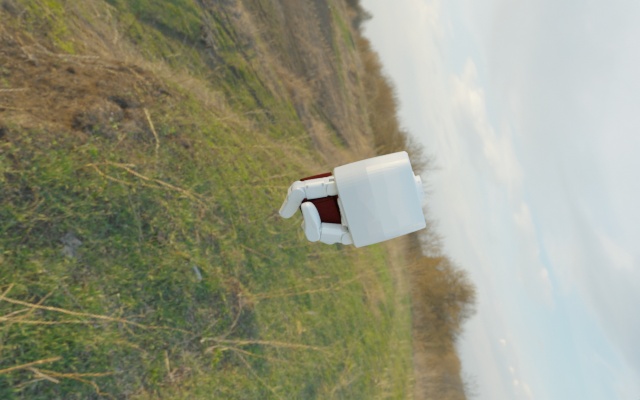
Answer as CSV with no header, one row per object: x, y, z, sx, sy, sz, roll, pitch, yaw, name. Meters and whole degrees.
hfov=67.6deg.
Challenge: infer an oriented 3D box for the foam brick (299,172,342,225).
0.000,0.002,0.718,0.051,0.053,0.078,-15,34,8,foam brick
